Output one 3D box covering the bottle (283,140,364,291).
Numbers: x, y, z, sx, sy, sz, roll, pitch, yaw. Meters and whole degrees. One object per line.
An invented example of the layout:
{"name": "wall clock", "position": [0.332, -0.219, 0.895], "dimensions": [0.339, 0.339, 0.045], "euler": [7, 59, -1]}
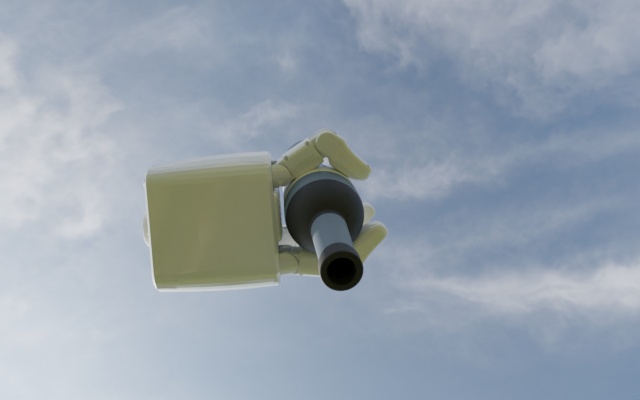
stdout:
{"name": "bottle", "position": [0.000, 0.001, 0.433], "dimensions": [0.069, 0.069, 0.295], "euler": [0, 17, -5]}
